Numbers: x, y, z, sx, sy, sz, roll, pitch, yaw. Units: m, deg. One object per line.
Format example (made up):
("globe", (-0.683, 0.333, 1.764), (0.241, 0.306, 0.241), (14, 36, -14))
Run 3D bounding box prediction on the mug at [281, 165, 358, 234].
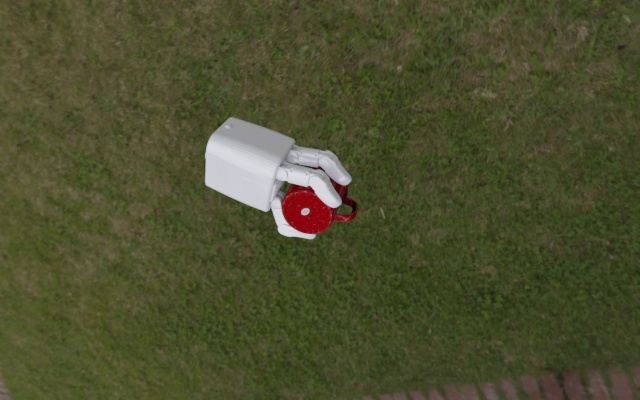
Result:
("mug", (0.001, 0.003, 0.734), (0.117, 0.093, 0.081), (21, 36, 3))
